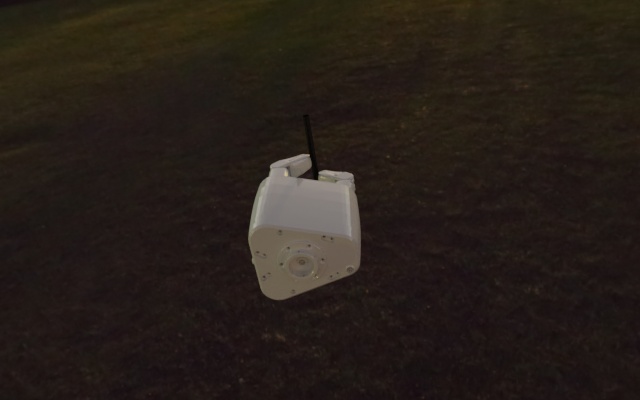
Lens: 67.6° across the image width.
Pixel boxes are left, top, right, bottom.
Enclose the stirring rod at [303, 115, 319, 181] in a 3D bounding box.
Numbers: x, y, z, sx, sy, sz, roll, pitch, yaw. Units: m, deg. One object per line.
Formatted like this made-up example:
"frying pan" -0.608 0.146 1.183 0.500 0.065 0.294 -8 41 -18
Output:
"stirring rod" 0.000 0.002 0.637 0.011 0.240 0.011 -8 27 4
